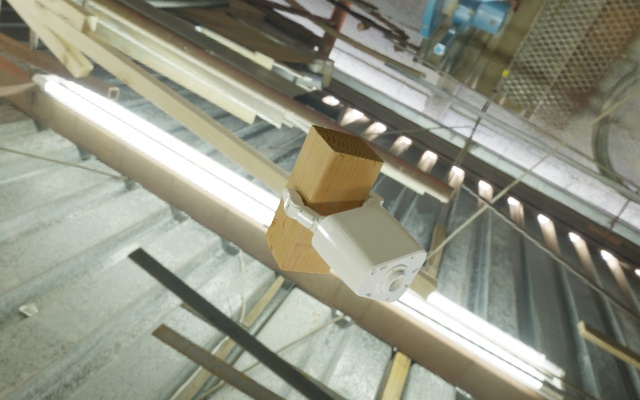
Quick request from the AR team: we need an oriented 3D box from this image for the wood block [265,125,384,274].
[{"bbox_3d":[0.000,0.003,0.730,0.091,0.206,0.090,10,28,-30],"label":"wood block"}]
